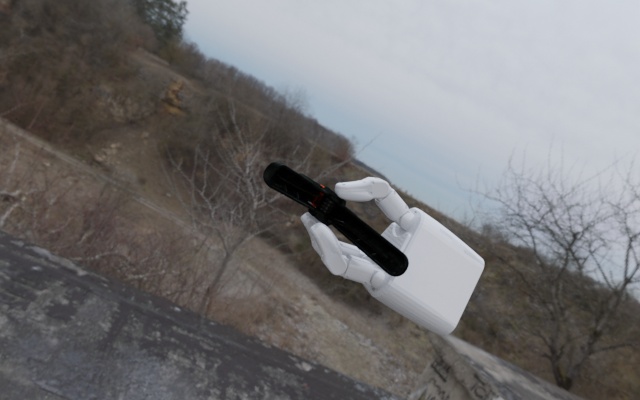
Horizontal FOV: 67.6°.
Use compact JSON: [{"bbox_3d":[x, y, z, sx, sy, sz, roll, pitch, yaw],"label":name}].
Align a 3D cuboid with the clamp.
[{"bbox_3d":[0.001,0.001,0.528,0.164,0.036,0.210,37,3,-16],"label":"clamp"}]
